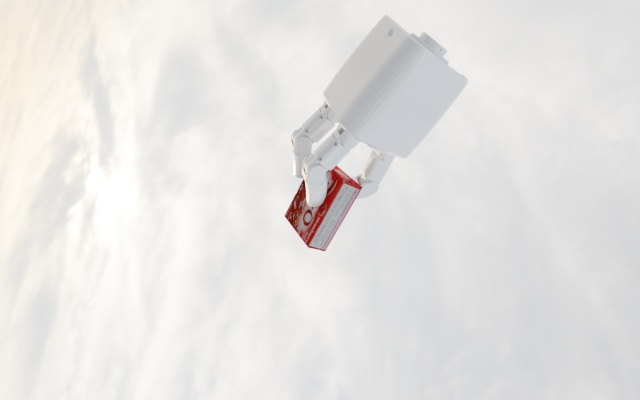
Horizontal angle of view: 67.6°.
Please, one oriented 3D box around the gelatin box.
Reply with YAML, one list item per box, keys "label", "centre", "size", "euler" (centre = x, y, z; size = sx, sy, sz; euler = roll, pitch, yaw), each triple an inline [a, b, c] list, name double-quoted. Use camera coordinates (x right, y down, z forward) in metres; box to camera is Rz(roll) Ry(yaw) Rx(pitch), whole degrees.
- label: "gelatin box"
  centre: [0.000, 0.002, 0.551]
  size: [0.030, 0.089, 0.073]
  euler: [19, 17, -35]
